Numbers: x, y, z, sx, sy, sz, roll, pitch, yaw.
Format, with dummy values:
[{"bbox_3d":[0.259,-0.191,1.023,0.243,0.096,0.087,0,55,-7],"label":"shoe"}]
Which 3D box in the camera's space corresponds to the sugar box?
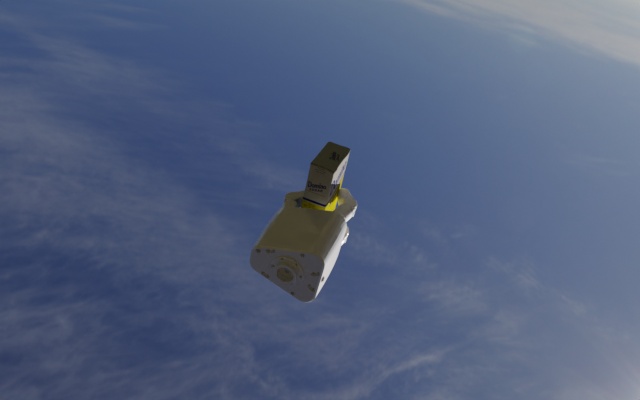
[{"bbox_3d":[0.001,0.003,0.778,0.048,0.176,0.093,22,34,8],"label":"sugar box"}]
